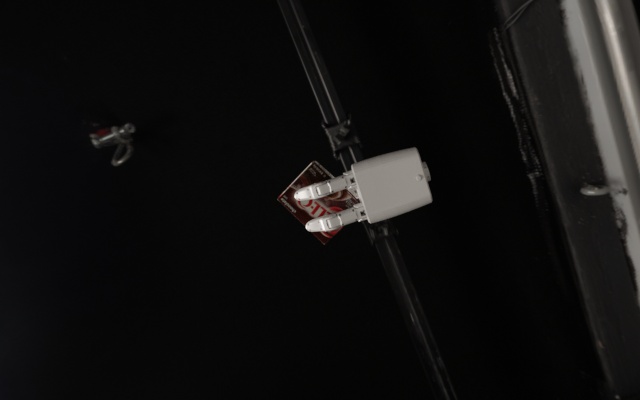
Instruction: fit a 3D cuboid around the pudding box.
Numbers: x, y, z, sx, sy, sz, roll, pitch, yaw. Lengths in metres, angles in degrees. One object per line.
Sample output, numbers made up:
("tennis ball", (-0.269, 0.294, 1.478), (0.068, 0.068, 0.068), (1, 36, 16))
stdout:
("pudding box", (0.000, 0.003, 0.796), (0.113, 0.090, 0.039), (44, 12, -1))
